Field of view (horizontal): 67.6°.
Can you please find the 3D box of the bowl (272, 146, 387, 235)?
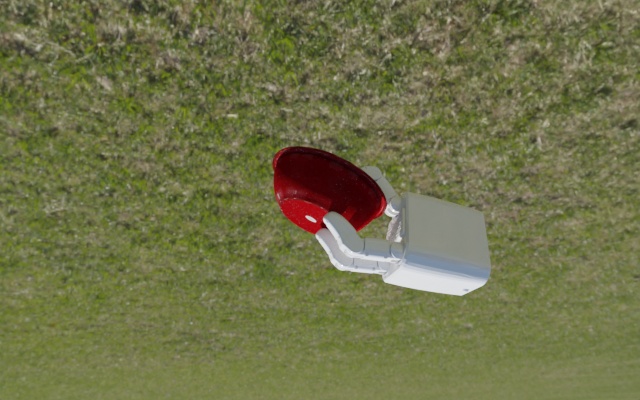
[{"bbox_3d":[-0.001,0.002,0.614,0.162,0.055,0.162,21,-25,11],"label":"bowl"}]
